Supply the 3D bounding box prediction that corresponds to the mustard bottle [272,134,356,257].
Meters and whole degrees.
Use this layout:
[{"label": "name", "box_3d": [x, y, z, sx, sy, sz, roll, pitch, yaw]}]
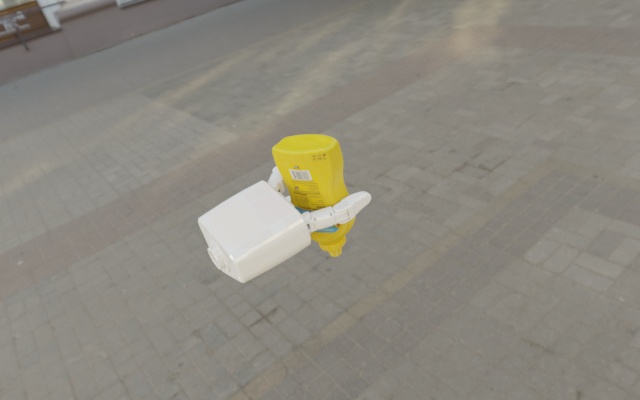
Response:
[{"label": "mustard bottle", "box_3d": [0.000, 0.002, 0.681, 0.096, 0.192, 0.058, 5, 36, 32]}]
